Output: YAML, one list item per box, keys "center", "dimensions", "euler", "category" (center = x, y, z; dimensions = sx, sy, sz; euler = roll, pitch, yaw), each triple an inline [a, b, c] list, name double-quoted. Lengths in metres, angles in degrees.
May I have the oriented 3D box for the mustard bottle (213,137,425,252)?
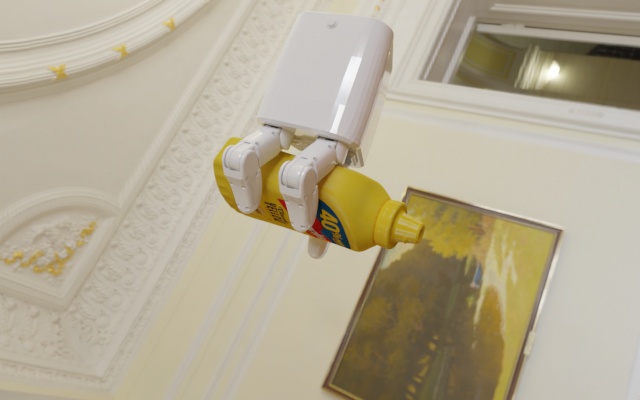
- center: [0.000, 0.002, 0.428]
  dimensions: [0.191, 0.058, 0.096]
  euler: [17, -30, 27]
  category: "mustard bottle"
